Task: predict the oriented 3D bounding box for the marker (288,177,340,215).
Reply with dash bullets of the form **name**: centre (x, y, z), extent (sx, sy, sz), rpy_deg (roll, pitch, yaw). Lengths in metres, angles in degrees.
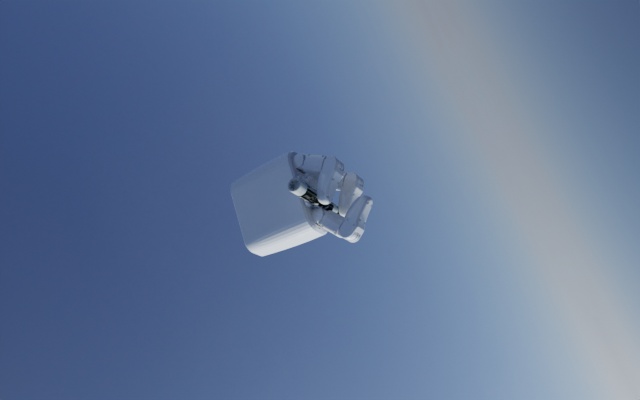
- **marker**: centre (0.000, 0.002, 0.609), extent (0.020, 0.020, 0.121), rpy_deg (0, -20, 34)
